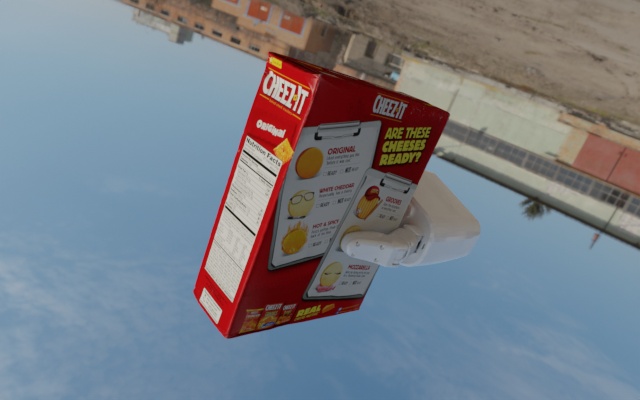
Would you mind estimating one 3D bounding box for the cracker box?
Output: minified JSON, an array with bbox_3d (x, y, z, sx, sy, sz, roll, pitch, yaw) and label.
[{"bbox_3d":[0.000,0.002,0.410,0.164,0.214,0.072,2,26,-46],"label":"cracker box"}]
